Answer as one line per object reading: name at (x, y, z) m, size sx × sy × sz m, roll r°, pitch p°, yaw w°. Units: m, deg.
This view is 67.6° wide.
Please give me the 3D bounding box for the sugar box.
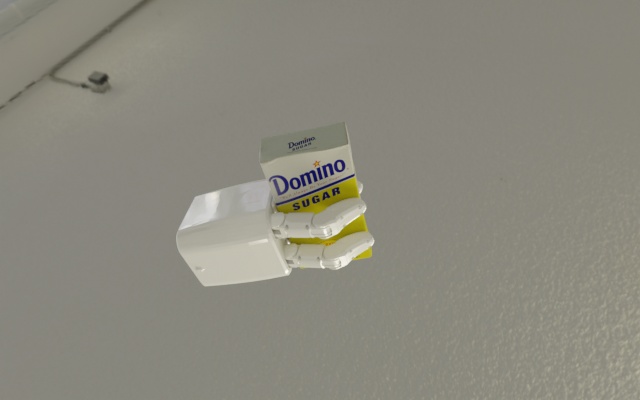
sugar box at (0.000, 0.002, 0.538) m, size 0.093 × 0.048 × 0.176 m, roll -11°, pitch -45°, yaw 7°
